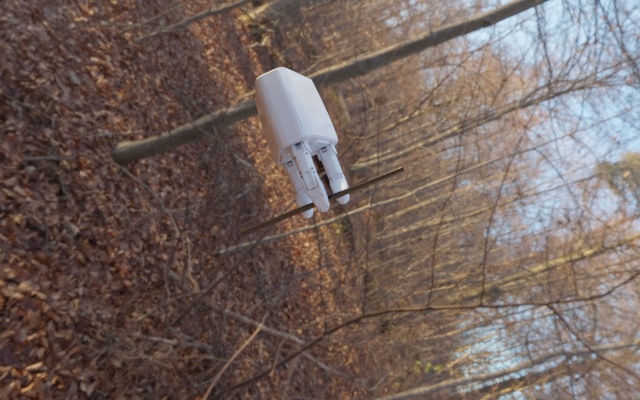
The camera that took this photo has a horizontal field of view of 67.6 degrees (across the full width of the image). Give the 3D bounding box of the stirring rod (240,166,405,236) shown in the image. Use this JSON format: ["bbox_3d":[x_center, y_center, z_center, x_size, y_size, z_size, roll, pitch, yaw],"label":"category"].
[{"bbox_3d":[0.000,0.002,0.653,0.239,0.011,0.011,-22,-3,7],"label":"stirring rod"}]
